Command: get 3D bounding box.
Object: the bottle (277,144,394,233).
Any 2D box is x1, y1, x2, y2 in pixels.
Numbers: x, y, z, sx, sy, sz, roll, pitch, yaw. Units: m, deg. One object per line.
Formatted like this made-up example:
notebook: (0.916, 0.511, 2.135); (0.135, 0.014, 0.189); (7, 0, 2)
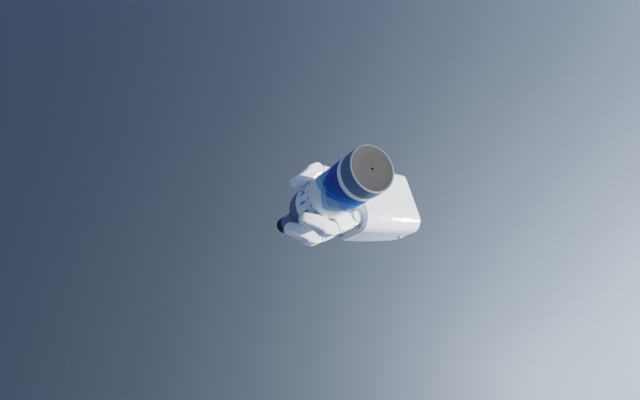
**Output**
bottle: (0.000, 0.002, 0.725); (0.069, 0.069, 0.296); (0, -17, -28)
